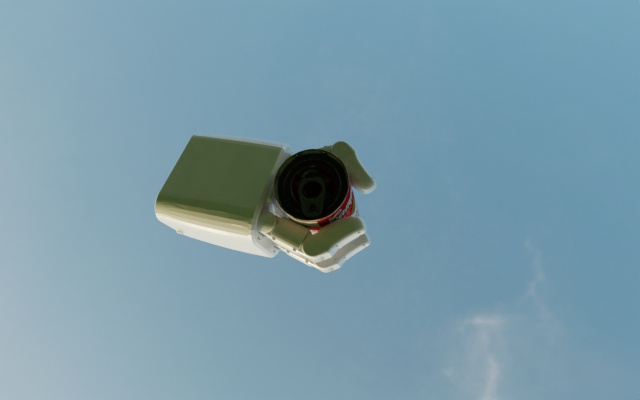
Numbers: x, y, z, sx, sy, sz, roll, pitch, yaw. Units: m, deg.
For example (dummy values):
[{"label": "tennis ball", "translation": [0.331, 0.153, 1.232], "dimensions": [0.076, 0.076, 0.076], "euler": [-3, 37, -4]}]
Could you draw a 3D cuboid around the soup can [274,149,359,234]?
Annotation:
[{"label": "soup can", "translation": [0.001, 0.002, 0.467], "dimensions": [0.068, 0.068, 0.102], "euler": [0, -18, 10]}]
